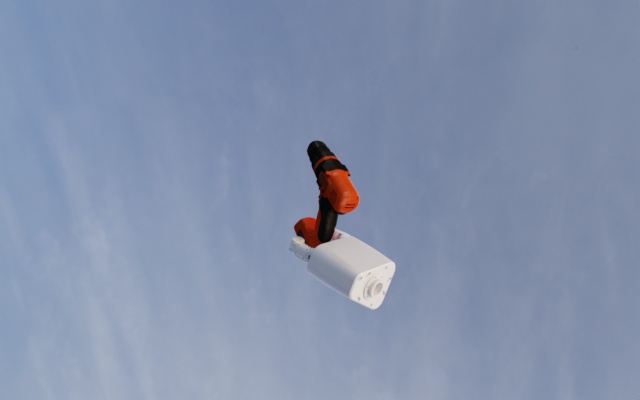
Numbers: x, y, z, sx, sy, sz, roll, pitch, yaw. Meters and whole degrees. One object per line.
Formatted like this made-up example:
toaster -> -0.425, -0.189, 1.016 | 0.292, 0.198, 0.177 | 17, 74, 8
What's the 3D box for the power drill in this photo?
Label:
power drill -> 0.000, 0.003, 0.898 | 0.057, 0.188, 0.184 | -2, 40, -23
